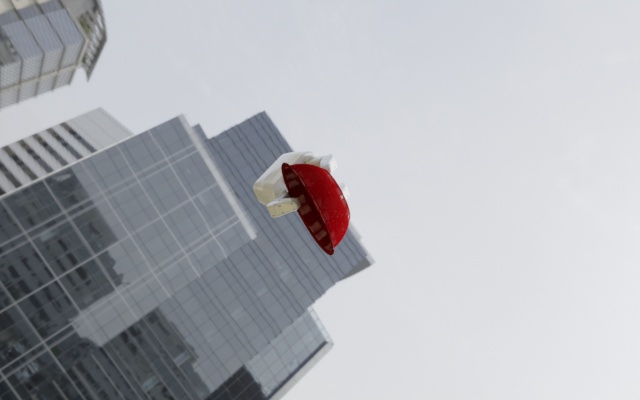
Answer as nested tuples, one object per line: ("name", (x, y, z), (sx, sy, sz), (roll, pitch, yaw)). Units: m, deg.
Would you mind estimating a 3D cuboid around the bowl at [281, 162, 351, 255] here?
("bowl", (0.001, 0.003, 0.744), (0.055, 0.162, 0.162), (-28, 6, -12))
